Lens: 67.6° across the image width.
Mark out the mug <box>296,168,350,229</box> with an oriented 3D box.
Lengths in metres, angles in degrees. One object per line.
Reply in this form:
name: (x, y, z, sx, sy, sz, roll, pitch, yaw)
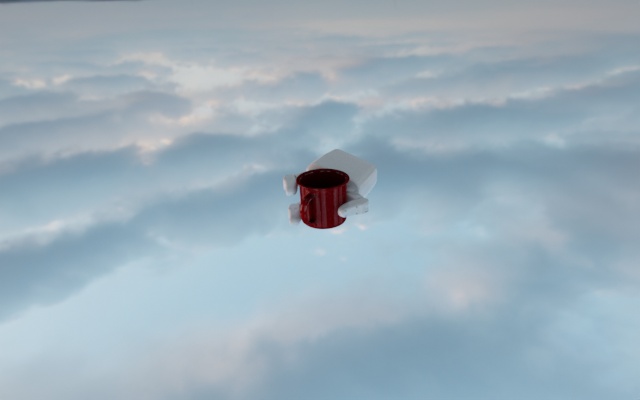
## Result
mug: (0.000, 0.004, 0.831, 0.093, 0.081, 0.117, 10, 28, 25)
